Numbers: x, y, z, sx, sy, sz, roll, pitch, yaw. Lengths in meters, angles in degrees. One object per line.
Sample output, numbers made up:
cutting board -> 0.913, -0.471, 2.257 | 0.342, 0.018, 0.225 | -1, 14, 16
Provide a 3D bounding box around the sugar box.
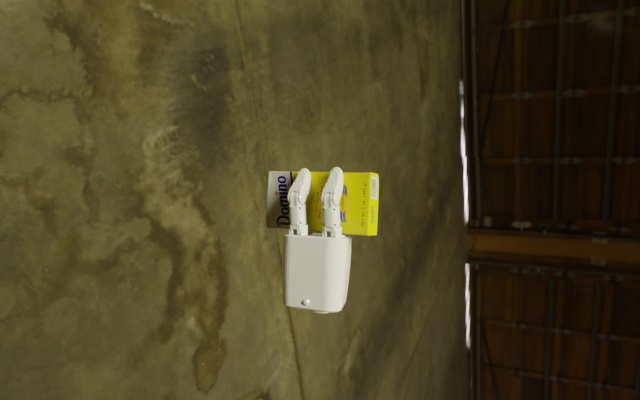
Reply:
sugar box -> 0.000, 0.003, 0.734 | 0.176, 0.093, 0.048 | 2, -2, 25
